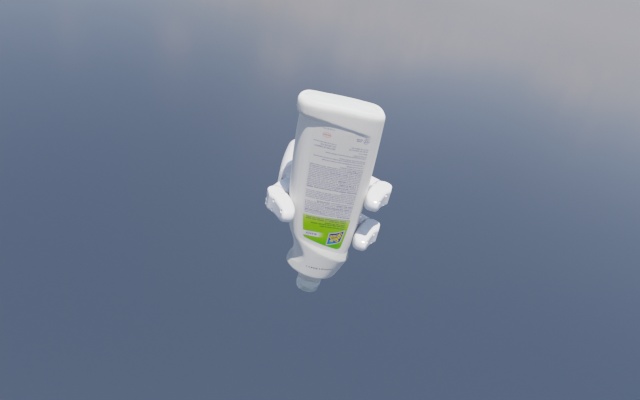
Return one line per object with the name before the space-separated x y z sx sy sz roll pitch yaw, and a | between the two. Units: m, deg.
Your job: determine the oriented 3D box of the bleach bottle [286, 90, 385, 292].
bleach bottle | 0.000 0.002 0.580 0.102 0.251 0.068 11 26 -5
